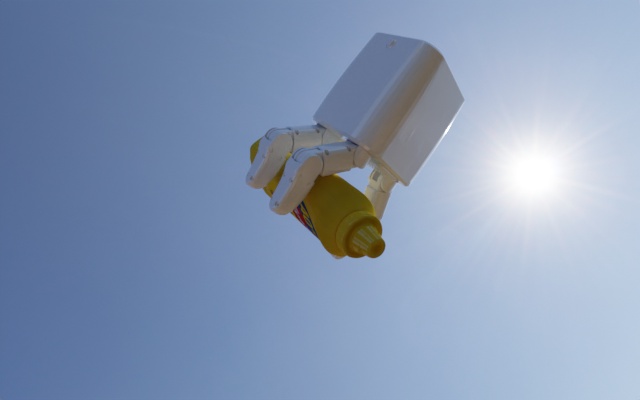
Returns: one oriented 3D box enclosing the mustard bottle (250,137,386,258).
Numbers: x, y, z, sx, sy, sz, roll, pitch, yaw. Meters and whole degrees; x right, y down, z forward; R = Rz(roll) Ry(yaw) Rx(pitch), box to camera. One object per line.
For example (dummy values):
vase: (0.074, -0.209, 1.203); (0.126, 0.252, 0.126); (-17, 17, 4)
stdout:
mustard bottle: (0.000, 0.002, 0.459); (0.058, 0.096, 0.191); (-36, 37, -12)
